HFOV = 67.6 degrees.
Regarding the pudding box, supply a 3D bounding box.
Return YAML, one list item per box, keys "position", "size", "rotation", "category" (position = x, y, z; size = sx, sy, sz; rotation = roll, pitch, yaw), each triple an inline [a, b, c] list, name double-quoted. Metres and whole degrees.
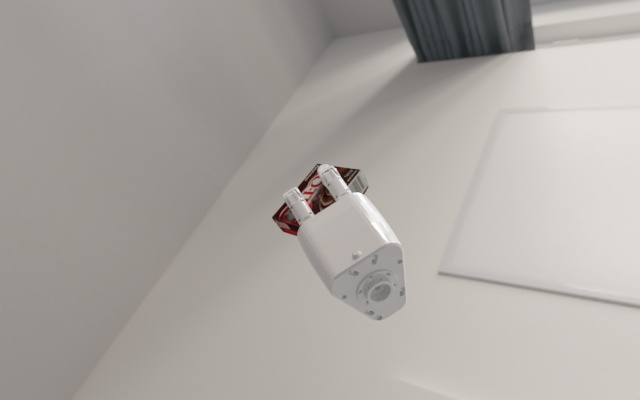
- position: [0.000, 0.002, 0.660]
  size: [0.090, 0.039, 0.113]
  rotation: [13, 54, 46]
  category: "pudding box"
